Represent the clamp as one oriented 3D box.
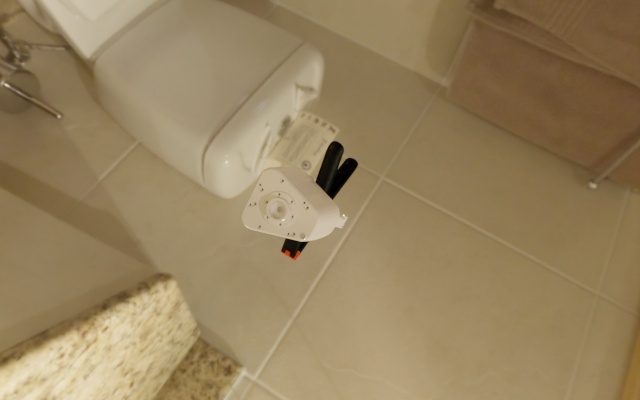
[{"bbox_3d":[0.000,0.004,0.805,0.036,0.210,0.164,30,9,15],"label":"clamp"}]
